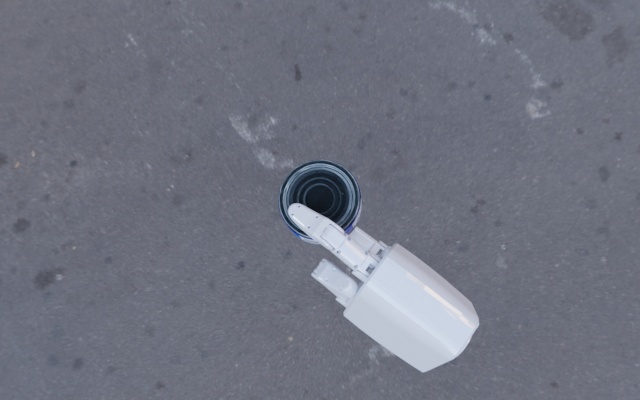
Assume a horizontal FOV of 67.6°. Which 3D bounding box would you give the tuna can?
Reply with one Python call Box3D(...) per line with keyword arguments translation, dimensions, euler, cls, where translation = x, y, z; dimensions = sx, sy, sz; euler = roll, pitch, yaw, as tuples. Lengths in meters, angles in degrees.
Box3D(translation=(0.000, 0.001, 0.495), dimensions=(0.086, 0.086, 0.034), euler=(0, -14, 6), cls="tuna can")
